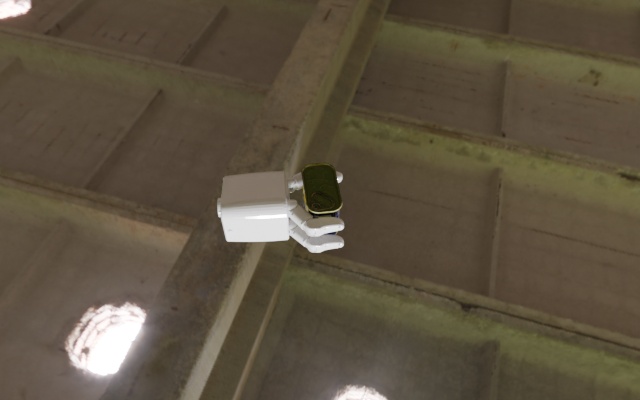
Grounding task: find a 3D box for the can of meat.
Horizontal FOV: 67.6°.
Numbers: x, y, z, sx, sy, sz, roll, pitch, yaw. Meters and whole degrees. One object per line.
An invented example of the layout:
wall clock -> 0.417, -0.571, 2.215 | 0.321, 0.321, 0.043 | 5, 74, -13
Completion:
can of meat -> 0.000, 0.003, 0.801 | 0.057, 0.102, 0.084 | -6, -37, -7
